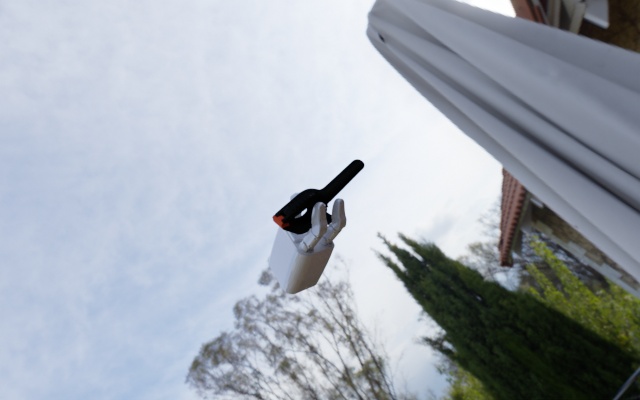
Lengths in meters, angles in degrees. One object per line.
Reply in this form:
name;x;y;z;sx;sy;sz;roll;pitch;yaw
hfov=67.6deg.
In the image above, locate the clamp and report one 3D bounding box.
clamp;-0.001;0.003;0.899;0.036;0.165;0.210;37;32;31
